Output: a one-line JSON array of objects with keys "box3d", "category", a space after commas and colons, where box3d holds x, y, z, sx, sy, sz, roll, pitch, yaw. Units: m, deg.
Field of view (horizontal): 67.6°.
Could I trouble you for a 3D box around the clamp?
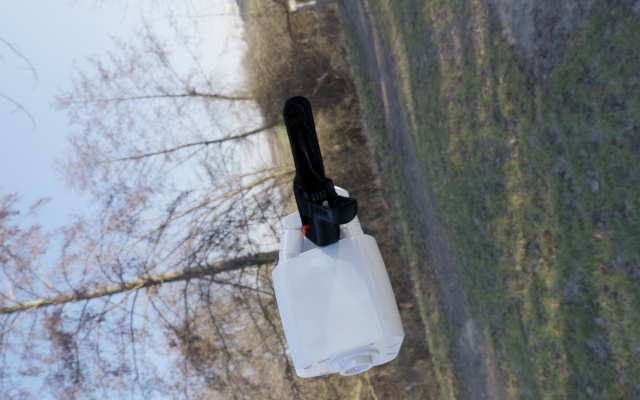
[{"box3d": [-0.001, 0.002, 0.439, 0.039, 0.120, 0.172, -15, -33, -6], "category": "clamp"}]
